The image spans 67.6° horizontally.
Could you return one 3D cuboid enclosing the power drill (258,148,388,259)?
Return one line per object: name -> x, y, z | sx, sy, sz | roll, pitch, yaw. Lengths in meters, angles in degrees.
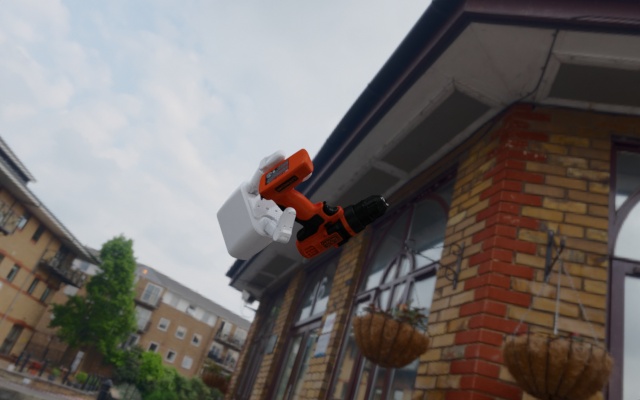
power drill -> 0.000, 0.002, 0.820 | 0.184, 0.188, 0.057 | -33, 30, 14
